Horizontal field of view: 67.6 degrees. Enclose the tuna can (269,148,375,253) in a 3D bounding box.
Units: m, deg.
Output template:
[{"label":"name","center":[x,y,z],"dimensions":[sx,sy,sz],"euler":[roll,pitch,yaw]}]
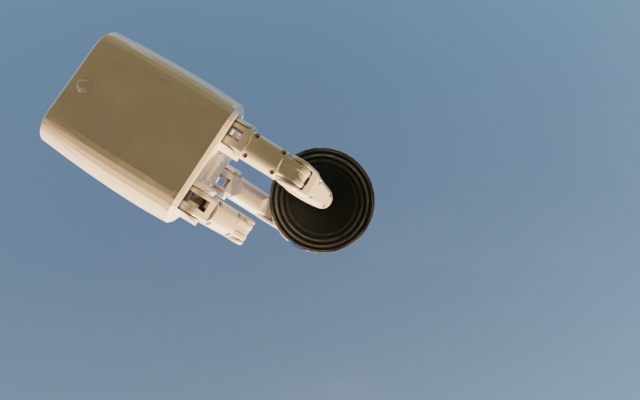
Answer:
[{"label":"tuna can","center":[0.000,0.001,0.401],"dimensions":[0.086,0.086,0.034],"euler":[0,-7,-6]}]
